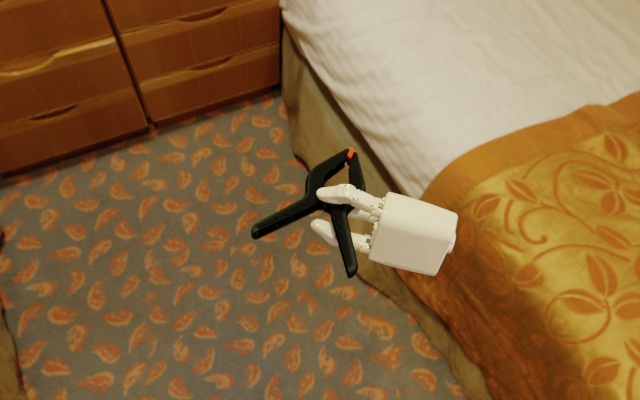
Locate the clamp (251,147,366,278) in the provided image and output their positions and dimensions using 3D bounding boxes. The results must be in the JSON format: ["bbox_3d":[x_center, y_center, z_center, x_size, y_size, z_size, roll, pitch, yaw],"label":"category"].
[{"bbox_3d":[0.001,0.002,0.725,0.164,0.210,0.036,15,-30,7],"label":"clamp"}]
